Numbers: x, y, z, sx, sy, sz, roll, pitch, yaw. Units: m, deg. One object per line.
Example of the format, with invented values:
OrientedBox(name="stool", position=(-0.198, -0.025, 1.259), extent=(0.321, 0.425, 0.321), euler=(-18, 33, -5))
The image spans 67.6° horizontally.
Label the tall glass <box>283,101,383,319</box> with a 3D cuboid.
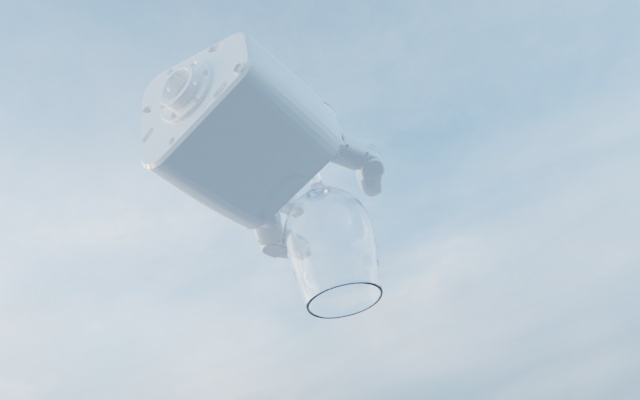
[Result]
OrientedBox(name="tall glass", position=(0.000, 0.001, 0.434), extent=(0.079, 0.201, 0.079), euler=(-9, -36, -7))
